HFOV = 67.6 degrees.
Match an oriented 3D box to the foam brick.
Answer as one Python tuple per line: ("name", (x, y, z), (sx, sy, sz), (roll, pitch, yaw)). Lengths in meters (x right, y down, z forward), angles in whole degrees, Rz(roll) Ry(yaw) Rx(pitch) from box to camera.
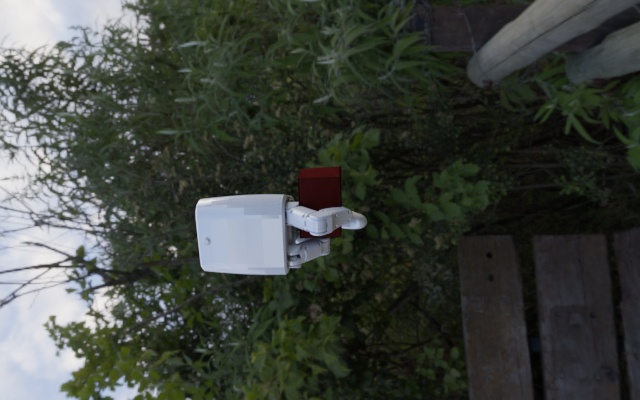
("foam brick", (0.000, 0.002, 0.586), (0.051, 0.078, 0.053), (0, 16, 4))
